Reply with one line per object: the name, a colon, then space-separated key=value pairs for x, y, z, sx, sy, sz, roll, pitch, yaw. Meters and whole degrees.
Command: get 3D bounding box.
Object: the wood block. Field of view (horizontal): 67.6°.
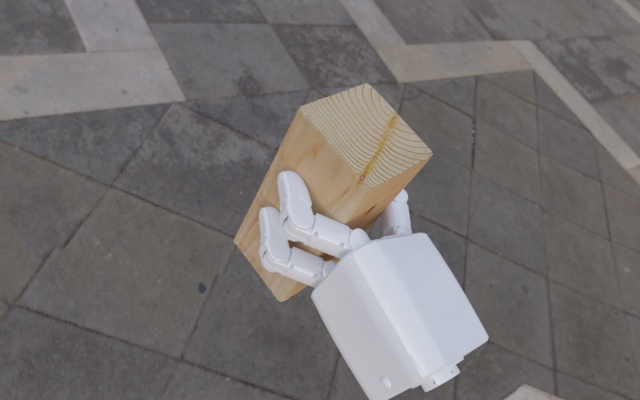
wood block: x=0.001 y=0.002 z=0.460 sx=0.091 sy=0.090 sz=0.206 roll=-28 pitch=-18 yaw=-39
